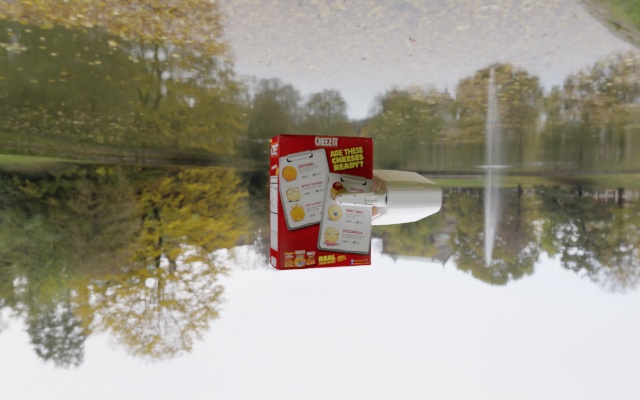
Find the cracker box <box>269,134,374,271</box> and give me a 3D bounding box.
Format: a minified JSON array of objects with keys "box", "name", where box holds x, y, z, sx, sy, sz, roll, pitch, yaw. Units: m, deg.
[{"box":[0.000,0.003,0.790,0.164,0.213,0.072,-1,2,-20],"name":"cracker box"}]
